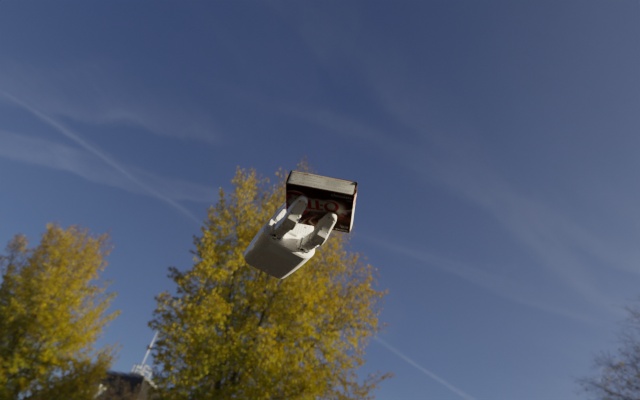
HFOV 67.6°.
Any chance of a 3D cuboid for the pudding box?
[{"bbox_3d":[0.000,0.002,0.779,0.113,0.039,0.090,9,-43,5],"label":"pudding box"}]
